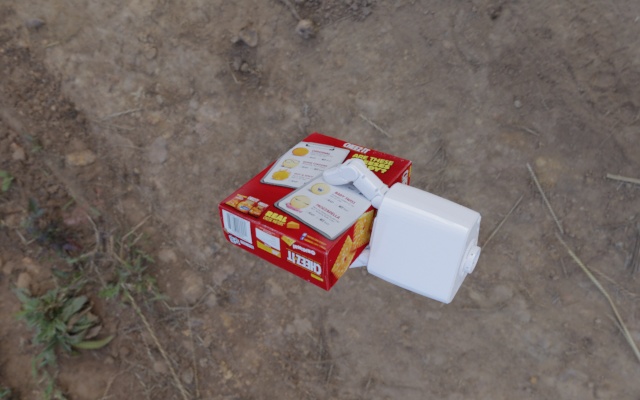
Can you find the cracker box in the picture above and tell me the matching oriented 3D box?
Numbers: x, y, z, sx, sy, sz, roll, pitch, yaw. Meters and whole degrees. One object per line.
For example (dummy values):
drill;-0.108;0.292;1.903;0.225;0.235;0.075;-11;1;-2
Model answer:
cracker box;0.000;0.002;0.632;0.164;0.072;0.213;21;43;27
